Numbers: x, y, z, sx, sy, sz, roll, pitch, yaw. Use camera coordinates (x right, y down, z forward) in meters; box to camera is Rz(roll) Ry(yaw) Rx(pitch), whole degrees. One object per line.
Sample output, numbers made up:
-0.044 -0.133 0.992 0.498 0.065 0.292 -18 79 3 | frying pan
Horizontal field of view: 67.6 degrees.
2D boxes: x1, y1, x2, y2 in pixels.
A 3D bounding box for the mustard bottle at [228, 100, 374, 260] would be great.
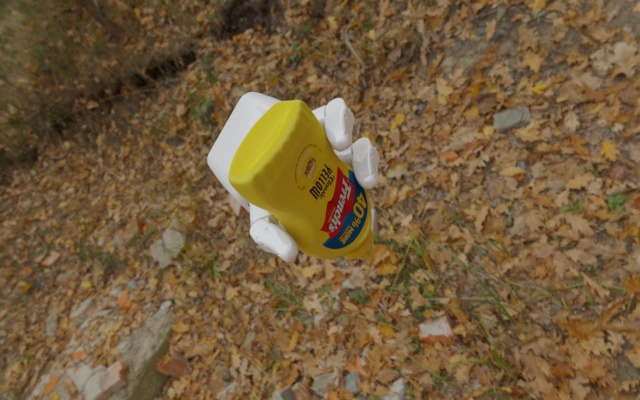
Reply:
0.000 0.001 0.464 0.058 0.096 0.192 5 -33 42 | mustard bottle
